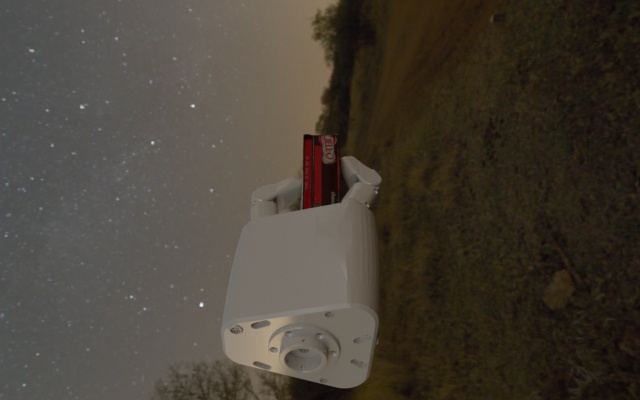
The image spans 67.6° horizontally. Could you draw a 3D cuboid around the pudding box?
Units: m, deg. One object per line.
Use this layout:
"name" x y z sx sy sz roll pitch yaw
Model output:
"pudding box" 0.000 0.002 0.469 0.039 0.090 0.113 2 -26 -2
